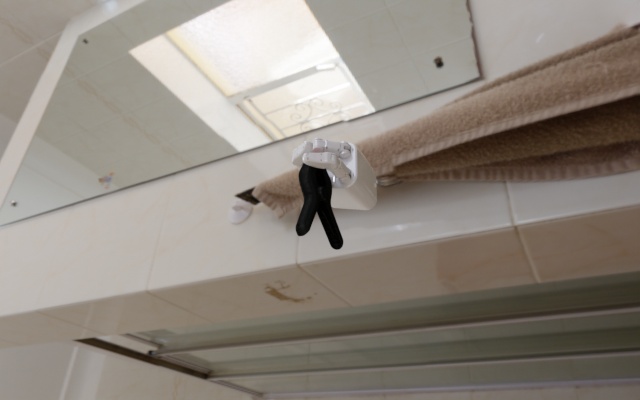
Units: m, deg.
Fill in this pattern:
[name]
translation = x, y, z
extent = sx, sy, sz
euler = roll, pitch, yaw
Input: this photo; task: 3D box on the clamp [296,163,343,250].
[clamp]
translation = 0.000, 0.003, 0.827
extent = 0.039, 0.171, 0.120
euler = -13, -33, 26
